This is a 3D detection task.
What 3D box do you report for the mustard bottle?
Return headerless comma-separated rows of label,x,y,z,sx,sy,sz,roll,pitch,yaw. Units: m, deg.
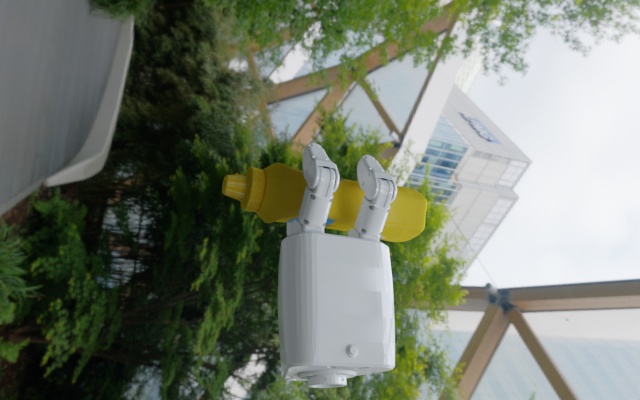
mustard bottle,0.000,0.001,0.469,0.191,0.058,0.096,9,-4,-21
